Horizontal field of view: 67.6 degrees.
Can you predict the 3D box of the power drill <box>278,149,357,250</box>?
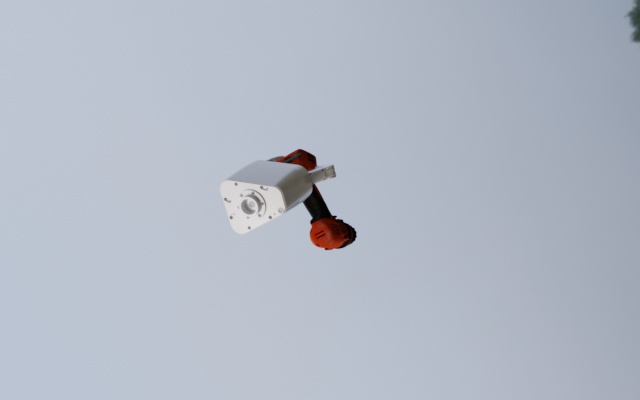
[{"bbox_3d":[0.000,0.002,0.880,0.057,0.187,0.184,-31,-12,12],"label":"power drill"}]
